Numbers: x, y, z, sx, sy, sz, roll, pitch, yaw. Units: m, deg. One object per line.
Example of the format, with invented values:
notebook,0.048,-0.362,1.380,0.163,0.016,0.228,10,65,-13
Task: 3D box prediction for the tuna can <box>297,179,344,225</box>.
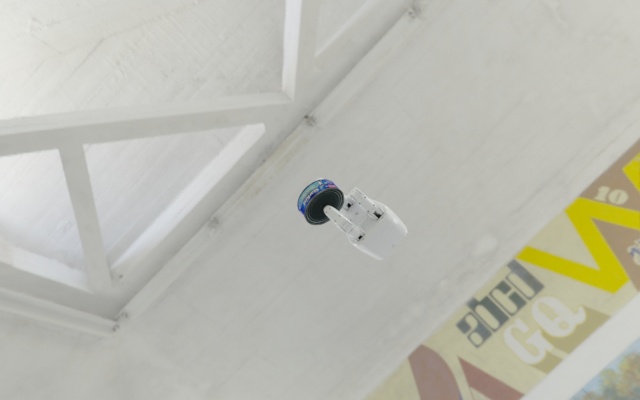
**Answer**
tuna can,0.000,0.003,0.890,0.086,0.086,0.033,0,36,-40
